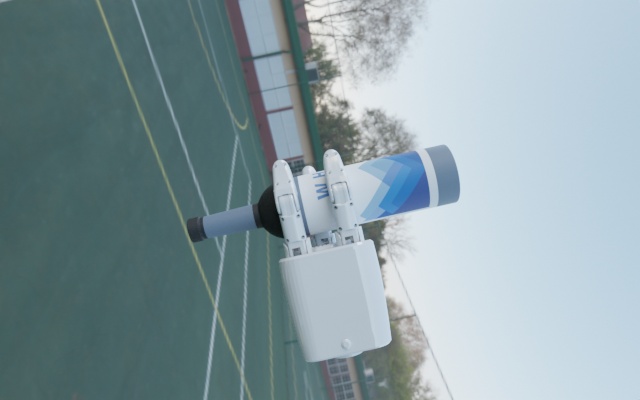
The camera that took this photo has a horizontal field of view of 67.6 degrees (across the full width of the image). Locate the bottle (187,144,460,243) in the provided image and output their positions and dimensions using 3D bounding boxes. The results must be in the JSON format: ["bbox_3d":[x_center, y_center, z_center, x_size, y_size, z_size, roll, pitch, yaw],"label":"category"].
[{"bbox_3d":[0.000,0.002,0.530,0.296,0.069,0.069,-13,0,-1],"label":"bottle"}]
